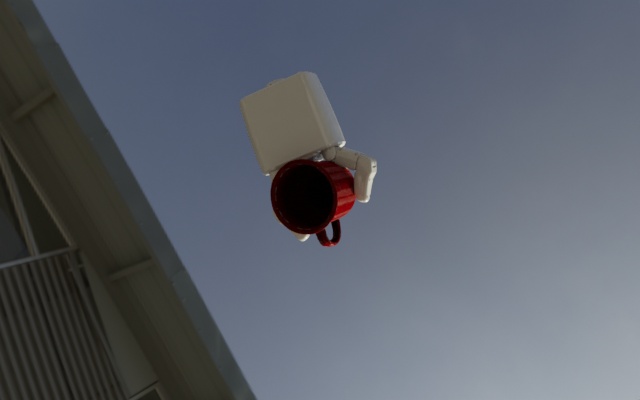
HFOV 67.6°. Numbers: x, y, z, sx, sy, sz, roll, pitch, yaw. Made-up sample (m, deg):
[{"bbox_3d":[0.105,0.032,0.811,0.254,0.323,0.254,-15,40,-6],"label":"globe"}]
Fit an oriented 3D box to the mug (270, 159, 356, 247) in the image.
[{"bbox_3d":[0.001,0.003,0.615,0.093,0.117,0.081,-21,-2,27],"label":"mug"}]
